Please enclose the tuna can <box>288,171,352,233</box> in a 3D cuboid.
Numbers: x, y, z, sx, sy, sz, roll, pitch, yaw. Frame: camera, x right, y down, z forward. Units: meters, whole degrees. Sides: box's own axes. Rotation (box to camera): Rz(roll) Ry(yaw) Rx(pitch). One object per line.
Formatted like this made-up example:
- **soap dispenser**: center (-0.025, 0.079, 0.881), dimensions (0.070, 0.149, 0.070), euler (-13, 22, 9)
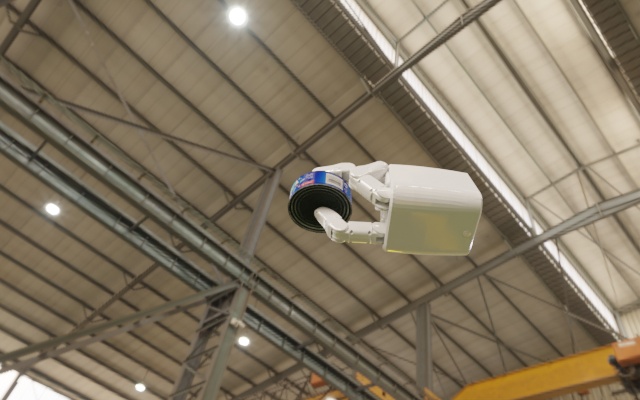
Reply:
- **tuna can**: center (0.000, 0.002, 0.644), dimensions (0.086, 0.086, 0.033), euler (0, 40, 4)
